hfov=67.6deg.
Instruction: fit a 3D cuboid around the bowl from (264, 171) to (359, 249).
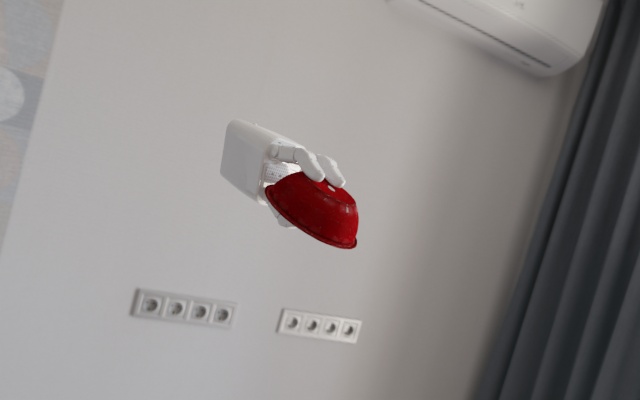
[{"bbox_3d":[0.001,0.003,0.708,0.162,0.055,0.162,31,15,-9],"label":"bowl"}]
